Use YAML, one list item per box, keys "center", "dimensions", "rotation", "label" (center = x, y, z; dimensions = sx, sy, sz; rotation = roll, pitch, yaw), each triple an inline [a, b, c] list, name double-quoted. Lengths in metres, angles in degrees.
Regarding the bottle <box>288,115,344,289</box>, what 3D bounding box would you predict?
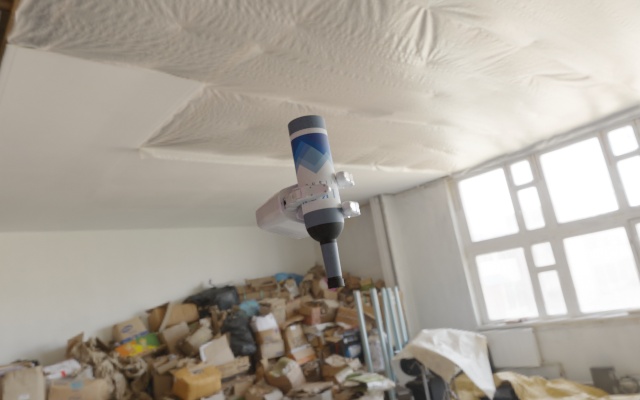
- center: [0.000, 0.002, 0.818]
  dimensions: [0.069, 0.295, 0.069]
  rotation: [-10, -12, -2]
  label: "bottle"
